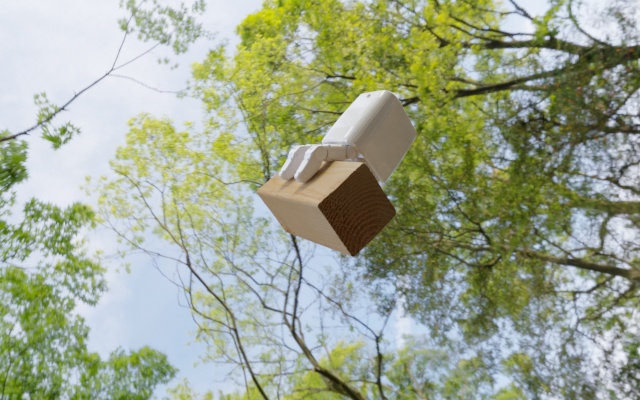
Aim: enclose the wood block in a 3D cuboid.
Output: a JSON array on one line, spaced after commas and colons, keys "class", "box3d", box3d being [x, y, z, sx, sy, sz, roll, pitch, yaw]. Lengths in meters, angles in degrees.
[{"class": "wood block", "box3d": [0.000, 0.002, 0.695, 0.090, 0.091, 0.206, -43, 23, -18]}]
